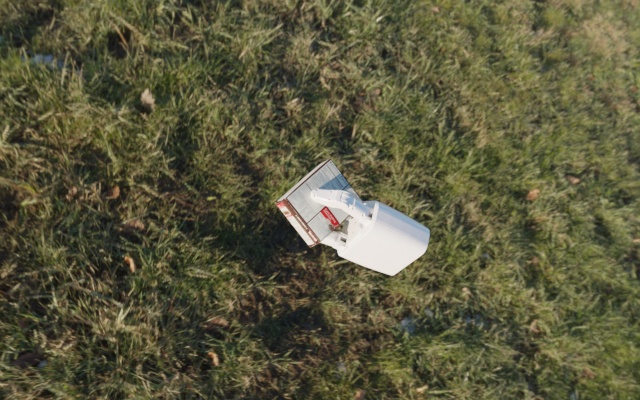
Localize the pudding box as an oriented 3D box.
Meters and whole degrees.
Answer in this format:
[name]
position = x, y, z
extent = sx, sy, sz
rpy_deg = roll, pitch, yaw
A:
[pudding box]
position = 0.000, 0.002, 0.741
extent = 0.113, 0.090, 0.039
rpy_deg = -43, 8, -32
